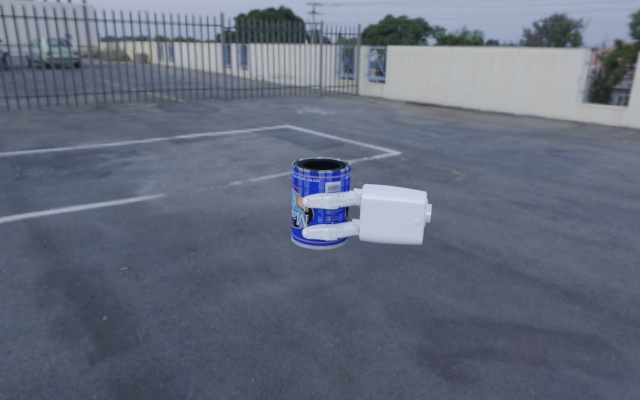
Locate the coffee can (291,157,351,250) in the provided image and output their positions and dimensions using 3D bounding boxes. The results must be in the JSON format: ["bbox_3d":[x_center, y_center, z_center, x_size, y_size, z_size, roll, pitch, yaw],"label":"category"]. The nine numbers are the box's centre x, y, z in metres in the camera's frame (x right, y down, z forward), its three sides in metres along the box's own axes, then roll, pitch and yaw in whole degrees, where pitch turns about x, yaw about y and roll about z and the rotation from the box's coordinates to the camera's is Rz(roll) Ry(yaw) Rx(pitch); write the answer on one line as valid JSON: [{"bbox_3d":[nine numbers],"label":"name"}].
[{"bbox_3d":[0.000,0.003,0.841,0.103,0.140,0.102,1,18,0],"label":"coffee can"}]
